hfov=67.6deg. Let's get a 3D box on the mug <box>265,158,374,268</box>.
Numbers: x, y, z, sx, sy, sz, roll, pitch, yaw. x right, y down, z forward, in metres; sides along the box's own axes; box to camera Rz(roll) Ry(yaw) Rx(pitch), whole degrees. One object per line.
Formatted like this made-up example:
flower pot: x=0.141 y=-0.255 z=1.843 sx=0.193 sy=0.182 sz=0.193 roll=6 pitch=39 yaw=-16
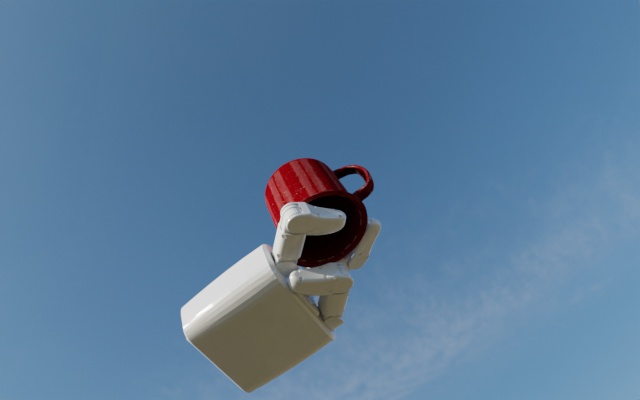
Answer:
mug: x=0.001 y=0.001 z=0.494 sx=0.117 sy=0.093 sz=0.081 roll=-35 pitch=39 yaw=2
